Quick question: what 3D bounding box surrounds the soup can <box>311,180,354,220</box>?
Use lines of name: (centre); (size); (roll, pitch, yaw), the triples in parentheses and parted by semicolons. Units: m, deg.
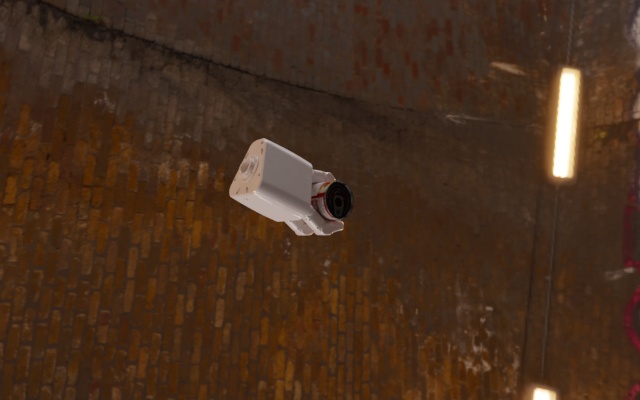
soup can: (0.000, 0.003, 0.860); (0.068, 0.068, 0.102); (0, -4, -42)
